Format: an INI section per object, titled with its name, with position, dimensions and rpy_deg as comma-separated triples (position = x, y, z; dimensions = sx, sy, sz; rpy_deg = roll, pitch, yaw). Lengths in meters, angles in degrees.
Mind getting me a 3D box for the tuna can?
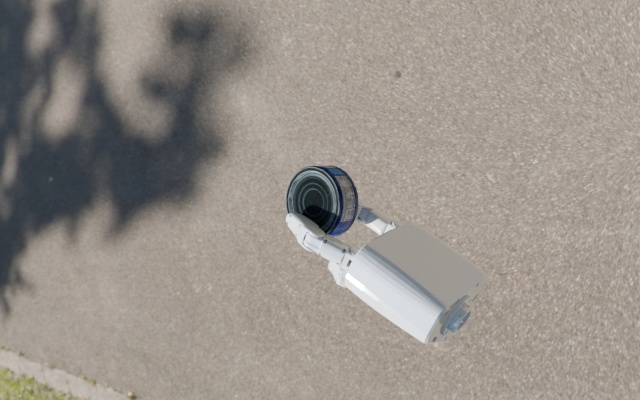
[tuna can]
position = 0.000, 0.002, 0.556
dimensions = 0.086, 0.086, 0.034
rpy_deg = 0, 3, 41
